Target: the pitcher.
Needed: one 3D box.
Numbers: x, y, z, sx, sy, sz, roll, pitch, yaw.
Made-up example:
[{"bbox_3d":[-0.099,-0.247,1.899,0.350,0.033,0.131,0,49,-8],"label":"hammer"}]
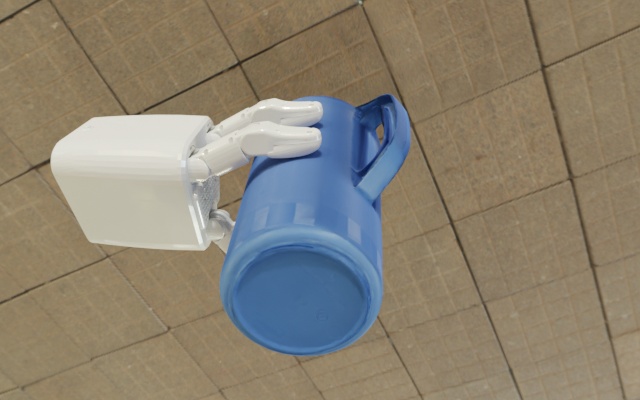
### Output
[{"bbox_3d":[0.000,0.001,0.406,0.145,0.149,0.242,4,29,1],"label":"pitcher"}]
